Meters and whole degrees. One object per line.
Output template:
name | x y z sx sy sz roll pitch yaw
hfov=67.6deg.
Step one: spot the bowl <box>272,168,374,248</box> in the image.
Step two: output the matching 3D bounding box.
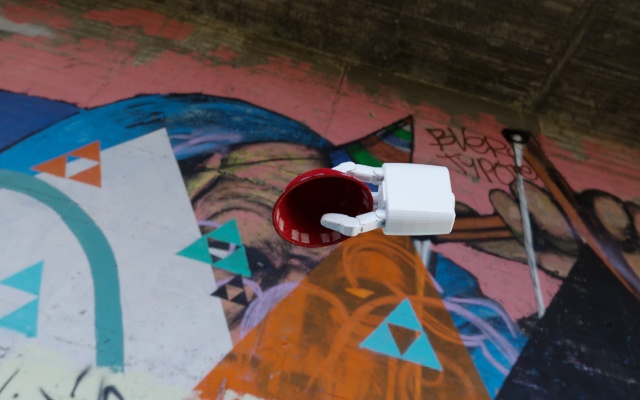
bowl | -0.001 0.002 0.760 0.162 0.162 0.055 0 43 -15
